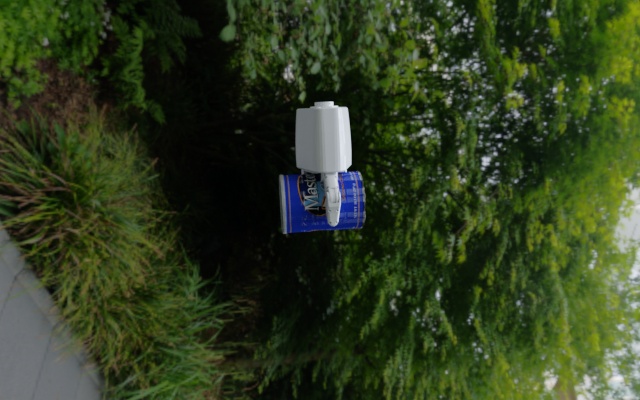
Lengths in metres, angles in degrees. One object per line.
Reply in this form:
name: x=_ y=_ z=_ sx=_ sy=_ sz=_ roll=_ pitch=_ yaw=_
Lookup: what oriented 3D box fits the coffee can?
coffee can: x=0.000 y=0.003 z=0.837 sx=0.140 sy=0.103 sz=0.103 roll=-3 pitch=0 yaw=-6
